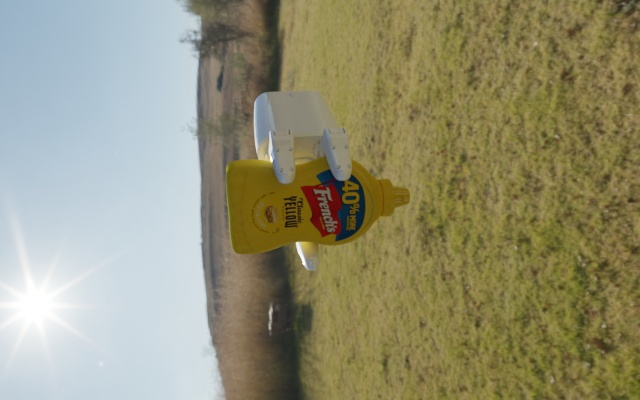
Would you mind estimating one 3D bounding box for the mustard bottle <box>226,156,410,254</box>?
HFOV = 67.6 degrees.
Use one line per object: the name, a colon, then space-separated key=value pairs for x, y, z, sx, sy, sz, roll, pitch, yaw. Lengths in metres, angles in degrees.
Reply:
mustard bottle: x=0.000 y=0.002 z=0.503 sx=0.191 sy=0.096 sz=0.058 roll=-4 pitch=19 yaw=-9
